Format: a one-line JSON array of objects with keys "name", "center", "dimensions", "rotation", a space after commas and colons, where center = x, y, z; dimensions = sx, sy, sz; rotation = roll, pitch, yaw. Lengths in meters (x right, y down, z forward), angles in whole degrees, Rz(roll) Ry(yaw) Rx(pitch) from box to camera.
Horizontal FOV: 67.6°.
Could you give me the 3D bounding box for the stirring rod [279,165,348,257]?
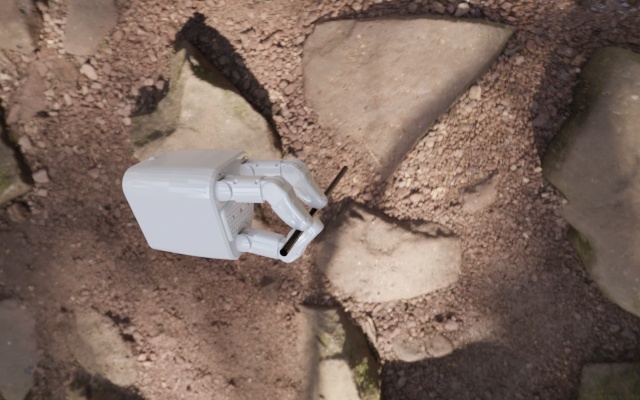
[{"name": "stirring rod", "center": [0.000, 0.002, 0.529], "dimensions": [0.011, 0.011, 0.239], "rotation": [0, 22, 17]}]
